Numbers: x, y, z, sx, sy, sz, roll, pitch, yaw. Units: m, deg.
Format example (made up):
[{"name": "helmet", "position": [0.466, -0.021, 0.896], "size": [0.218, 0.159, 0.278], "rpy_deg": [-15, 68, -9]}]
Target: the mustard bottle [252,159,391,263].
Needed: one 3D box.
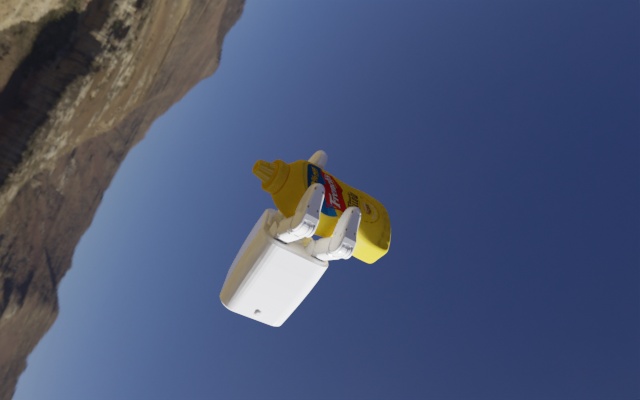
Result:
[{"name": "mustard bottle", "position": [0.001, 0.002, 0.590], "size": [0.192, 0.096, 0.058], "rpy_deg": [29, -51, -27]}]
